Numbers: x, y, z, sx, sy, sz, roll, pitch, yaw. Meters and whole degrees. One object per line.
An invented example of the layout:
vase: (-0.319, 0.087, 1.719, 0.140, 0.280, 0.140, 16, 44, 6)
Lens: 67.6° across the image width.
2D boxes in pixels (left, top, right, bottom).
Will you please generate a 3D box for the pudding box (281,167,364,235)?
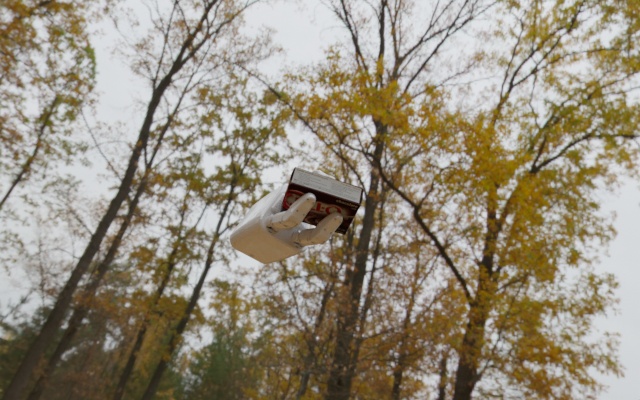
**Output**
pudding box: (0.000, 0.002, 0.736, 0.113, 0.039, 0.090, 15, -35, -5)
